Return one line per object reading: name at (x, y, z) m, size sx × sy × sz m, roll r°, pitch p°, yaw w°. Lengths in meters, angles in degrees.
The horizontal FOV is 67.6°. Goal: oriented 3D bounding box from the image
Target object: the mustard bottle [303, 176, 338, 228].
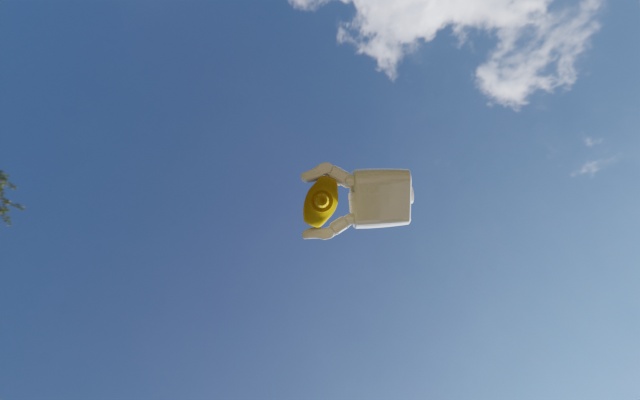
mustard bottle at (0.000, 0.003, 0.898) m, size 0.058 × 0.096 × 0.191 m, roll 23°, pitch -2°, yaw -2°
